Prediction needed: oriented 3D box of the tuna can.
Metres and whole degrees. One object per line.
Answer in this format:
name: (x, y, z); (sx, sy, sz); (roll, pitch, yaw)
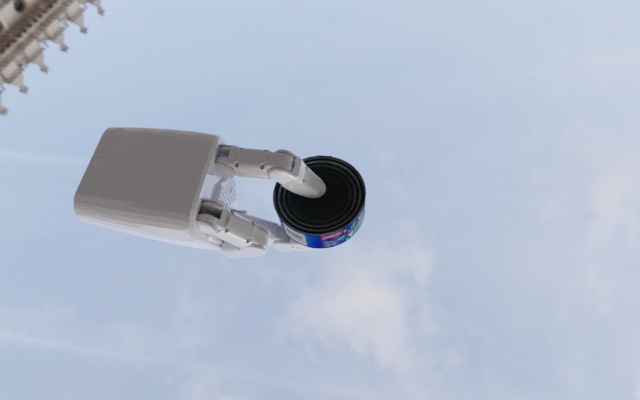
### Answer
tuna can: (0.000, 0.002, 0.450); (0.086, 0.086, 0.034); (0, -31, 6)
